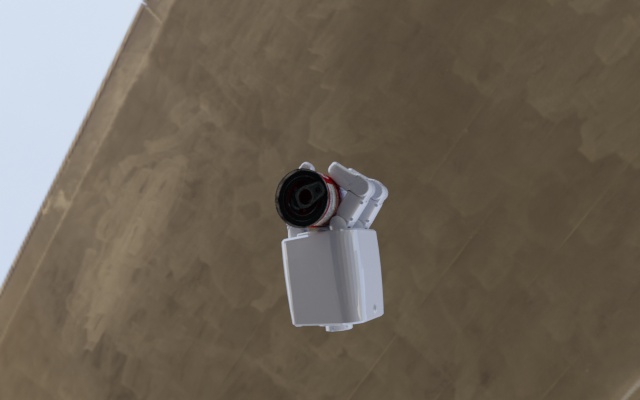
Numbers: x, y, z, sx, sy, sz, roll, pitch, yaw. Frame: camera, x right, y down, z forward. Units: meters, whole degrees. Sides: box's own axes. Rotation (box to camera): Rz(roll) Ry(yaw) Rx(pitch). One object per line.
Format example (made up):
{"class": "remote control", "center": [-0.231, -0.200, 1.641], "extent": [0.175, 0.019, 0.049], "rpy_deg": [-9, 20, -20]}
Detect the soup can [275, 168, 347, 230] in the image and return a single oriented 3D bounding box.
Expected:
{"class": "soup can", "center": [0.000, 0.001, 0.578], "extent": [0.068, 0.068, 0.102], "rpy_deg": [0, -5, 26]}
